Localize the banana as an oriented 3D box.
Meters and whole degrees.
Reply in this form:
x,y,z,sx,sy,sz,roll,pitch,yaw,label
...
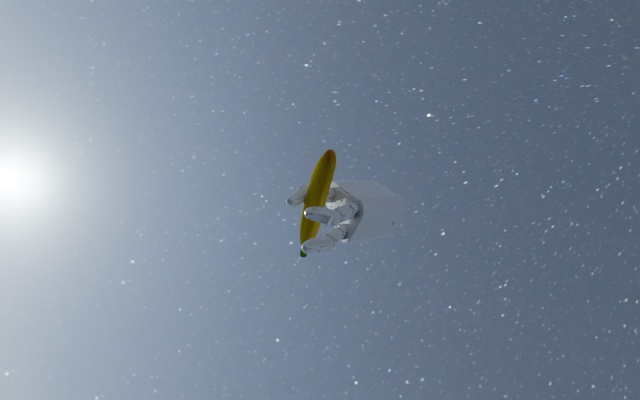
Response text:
x,y,z,sx,sy,sz,roll,pitch,yaw,label
-0.005,-0.001,0.835,0.037,0.198,0.069,8,20,-16,banana
